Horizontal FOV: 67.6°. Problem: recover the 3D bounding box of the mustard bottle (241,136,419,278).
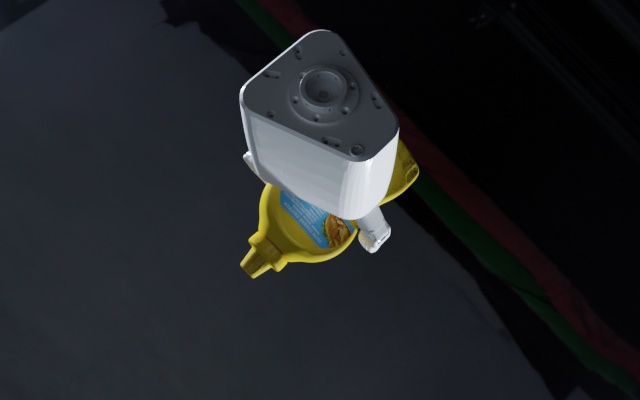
[{"bbox_3d":[0.000,0.001,0.459,0.191,0.096,0.058,-43,8,-14],"label":"mustard bottle"}]
